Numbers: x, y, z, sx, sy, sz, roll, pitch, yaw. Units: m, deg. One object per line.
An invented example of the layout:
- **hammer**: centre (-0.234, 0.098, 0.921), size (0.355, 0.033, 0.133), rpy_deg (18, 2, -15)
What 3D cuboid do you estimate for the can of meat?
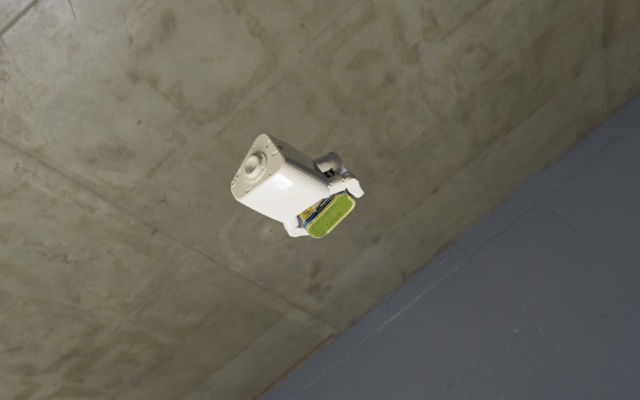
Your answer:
- **can of meat**: centre (0.000, 0.003, 0.826), size (0.057, 0.102, 0.084), rpy_deg (32, 16, -47)
